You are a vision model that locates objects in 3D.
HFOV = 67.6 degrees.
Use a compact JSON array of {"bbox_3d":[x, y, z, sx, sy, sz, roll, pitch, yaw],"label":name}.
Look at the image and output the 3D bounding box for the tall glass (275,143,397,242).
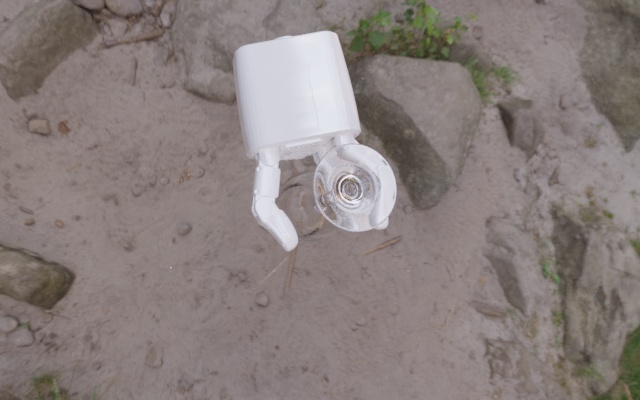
[{"bbox_3d":[0.000,0.002,0.486,0.079,0.079,0.201,0,-8,-17],"label":"tall glass"}]
